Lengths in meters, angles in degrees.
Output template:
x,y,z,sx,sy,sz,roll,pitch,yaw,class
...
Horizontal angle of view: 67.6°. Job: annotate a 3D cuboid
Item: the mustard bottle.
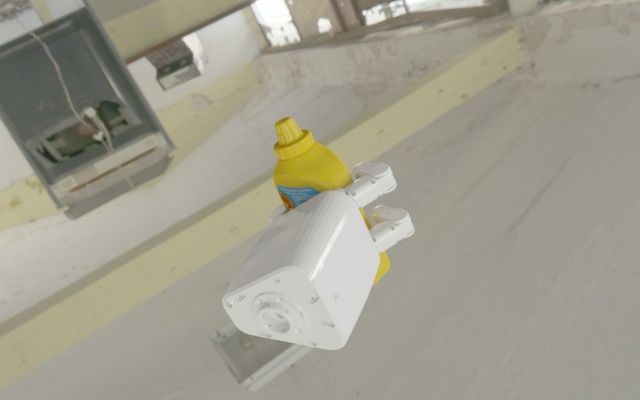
x,y,z,sx,sy,sz,roll,pitch,yaw,class
0.000,0.002,0.502,0.058,0.192,0.096,-41,29,-30,mustard bottle
